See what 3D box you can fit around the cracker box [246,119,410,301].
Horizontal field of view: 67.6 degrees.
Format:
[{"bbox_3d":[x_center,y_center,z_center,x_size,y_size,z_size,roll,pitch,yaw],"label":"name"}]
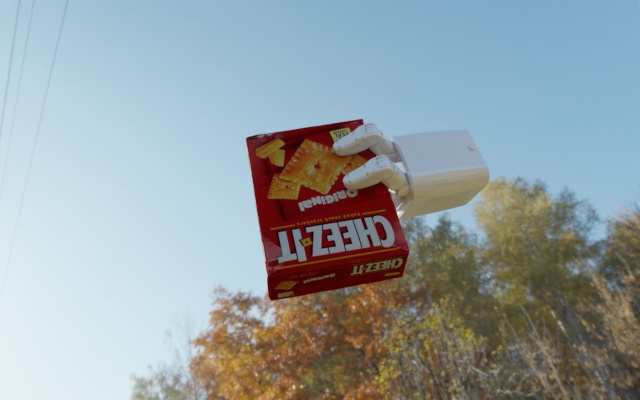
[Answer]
[{"bbox_3d":[0.000,0.002,0.600,0.164,0.213,0.072,-9,-36,-7],"label":"cracker box"}]
